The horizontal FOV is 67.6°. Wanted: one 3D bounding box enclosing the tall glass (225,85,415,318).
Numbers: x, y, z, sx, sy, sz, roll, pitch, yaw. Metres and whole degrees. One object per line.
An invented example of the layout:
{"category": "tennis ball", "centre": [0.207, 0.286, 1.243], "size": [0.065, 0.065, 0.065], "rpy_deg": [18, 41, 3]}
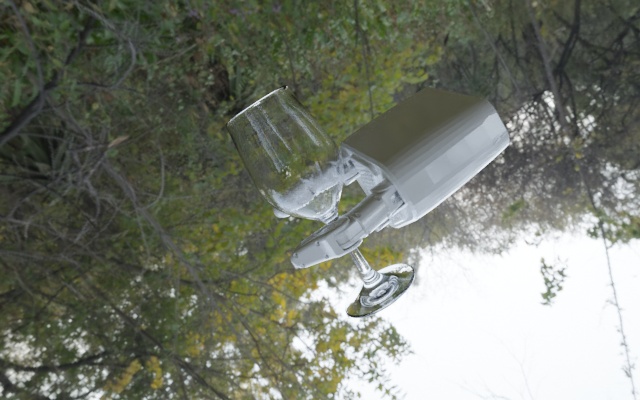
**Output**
{"category": "tall glass", "centre": [0.000, 0.002, 0.417], "size": [0.079, 0.201, 0.079], "rpy_deg": [-33, 12, 8]}
